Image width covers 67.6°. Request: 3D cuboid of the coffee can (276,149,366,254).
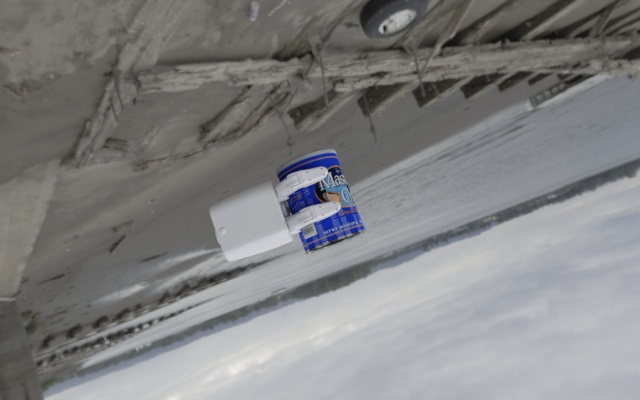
[{"bbox_3d":[0.000,0.002,0.761,0.103,0.140,0.103,-20,-8,-3],"label":"coffee can"}]
